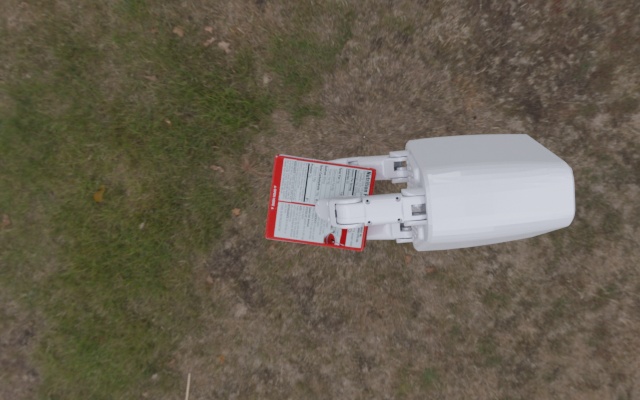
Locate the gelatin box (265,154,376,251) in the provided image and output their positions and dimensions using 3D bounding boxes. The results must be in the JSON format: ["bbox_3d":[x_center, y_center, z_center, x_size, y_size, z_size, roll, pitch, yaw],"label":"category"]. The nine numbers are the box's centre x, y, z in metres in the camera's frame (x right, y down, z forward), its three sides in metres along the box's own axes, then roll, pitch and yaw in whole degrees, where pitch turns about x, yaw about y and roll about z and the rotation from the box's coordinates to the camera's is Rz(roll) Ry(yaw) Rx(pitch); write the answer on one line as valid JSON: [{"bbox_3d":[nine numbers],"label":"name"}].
[{"bbox_3d":[0.000,0.001,0.419,0.089,0.073,0.030,8,7,-1],"label":"gelatin box"}]
